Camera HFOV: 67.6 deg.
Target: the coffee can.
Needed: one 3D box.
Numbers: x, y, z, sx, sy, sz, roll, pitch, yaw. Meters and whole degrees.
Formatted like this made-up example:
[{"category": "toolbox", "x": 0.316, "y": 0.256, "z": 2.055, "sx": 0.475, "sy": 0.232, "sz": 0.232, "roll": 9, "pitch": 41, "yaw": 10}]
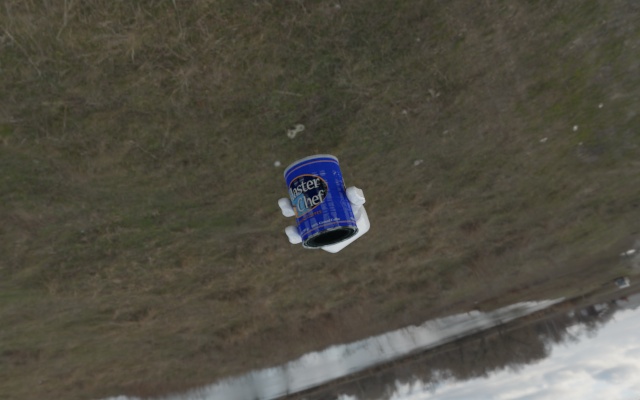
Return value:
[{"category": "coffee can", "x": 0.000, "y": 0.003, "z": 0.851, "sx": 0.103, "sy": 0.140, "sz": 0.103, "roll": -14, "pitch": -20, "yaw": -5}]
